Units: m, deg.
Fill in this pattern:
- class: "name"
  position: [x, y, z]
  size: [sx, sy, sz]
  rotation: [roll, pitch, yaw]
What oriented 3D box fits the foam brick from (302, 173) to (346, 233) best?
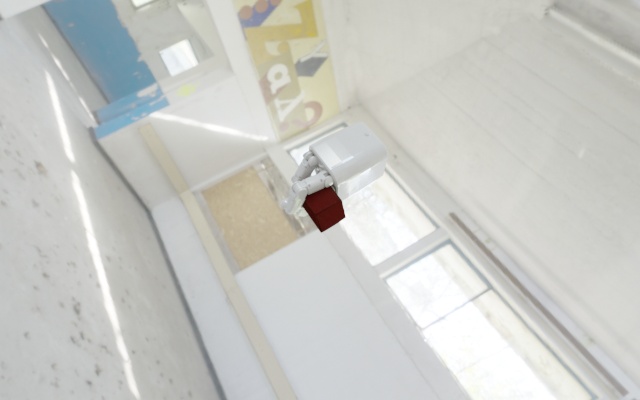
- class: "foam brick"
  position: [0.000, 0.003, 0.802]
  size: [0.051, 0.078, 0.053]
  rotation: [-29, -37, -10]
